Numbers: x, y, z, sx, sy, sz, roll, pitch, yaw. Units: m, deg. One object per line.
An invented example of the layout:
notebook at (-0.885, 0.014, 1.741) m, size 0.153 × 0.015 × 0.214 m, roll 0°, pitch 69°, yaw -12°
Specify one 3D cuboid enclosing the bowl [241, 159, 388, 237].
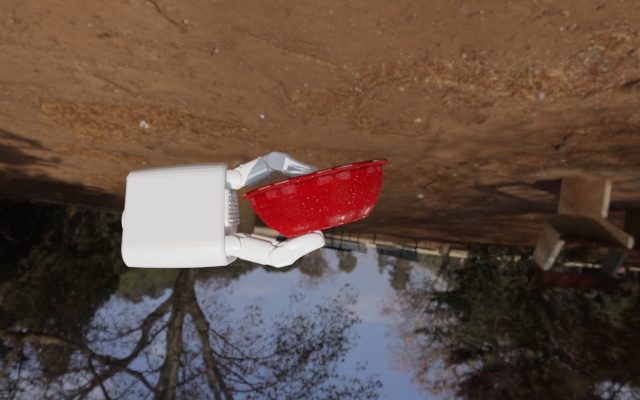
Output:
bowl at (0.001, 0.002, 0.513) m, size 0.162 × 0.055 × 0.162 m, roll -15°, pitch -1°, yaw 0°
